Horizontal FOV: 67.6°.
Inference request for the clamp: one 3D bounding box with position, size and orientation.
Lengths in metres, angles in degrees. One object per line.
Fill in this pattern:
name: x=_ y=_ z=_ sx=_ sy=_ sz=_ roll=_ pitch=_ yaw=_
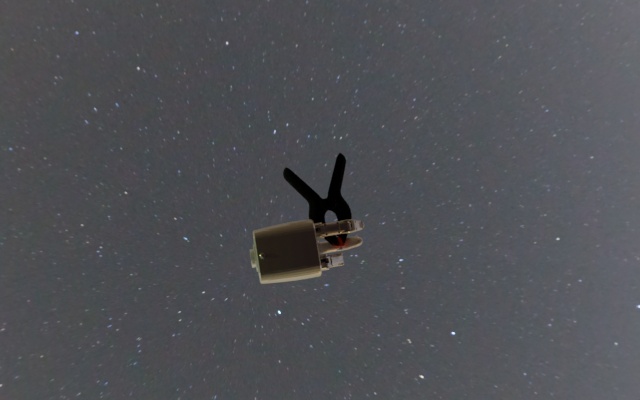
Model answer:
clamp: x=0.000 y=0.003 z=0.867 sx=0.120 sy=0.171 sz=0.039 roll=-8 pitch=-8 yaw=-9
